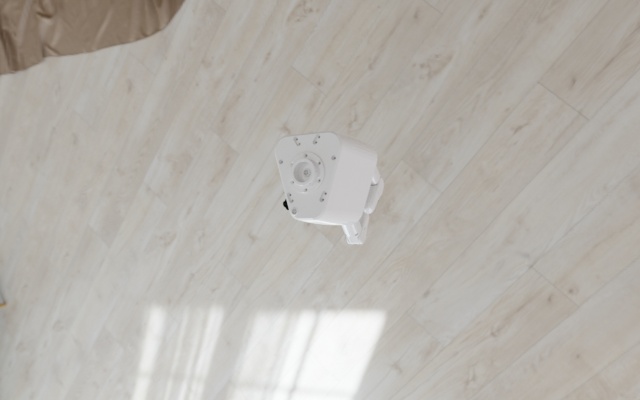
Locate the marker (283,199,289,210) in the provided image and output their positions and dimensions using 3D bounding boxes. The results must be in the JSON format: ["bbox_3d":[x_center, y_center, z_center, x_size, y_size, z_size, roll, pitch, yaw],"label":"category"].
[{"bbox_3d":[0.000,0.002,0.678,0.121,0.020,0.020,-3,-1,27],"label":"marker"}]
